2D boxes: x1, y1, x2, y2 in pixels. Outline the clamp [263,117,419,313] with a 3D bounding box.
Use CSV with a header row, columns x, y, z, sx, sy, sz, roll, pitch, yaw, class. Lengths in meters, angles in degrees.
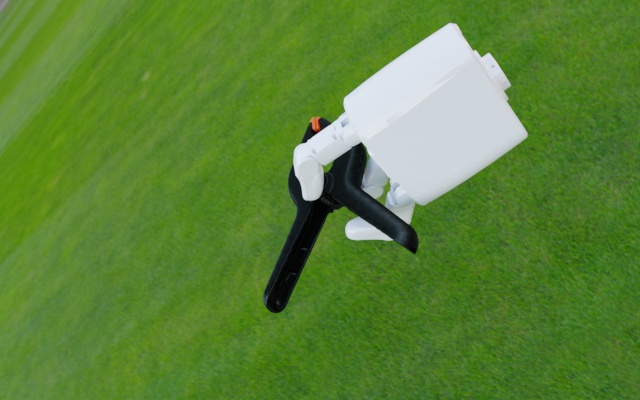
x,y,z,sx,sy,sz,roll,pitch,yaw,class
0.000,0.001,0.475,0.164,0.209,0.036,-34,-46,23,clamp
